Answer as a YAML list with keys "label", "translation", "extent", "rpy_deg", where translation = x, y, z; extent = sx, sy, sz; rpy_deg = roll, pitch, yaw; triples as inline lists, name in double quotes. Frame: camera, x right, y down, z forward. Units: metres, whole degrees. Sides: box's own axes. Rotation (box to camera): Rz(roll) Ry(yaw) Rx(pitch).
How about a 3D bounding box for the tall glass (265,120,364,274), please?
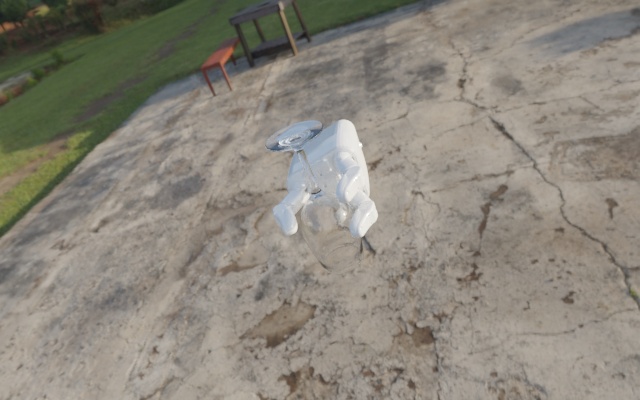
- label: "tall glass"
  translation: [0.000, 0.002, 0.621]
  extent: [0.079, 0.201, 0.079]
  rpy_deg: [-16, 30, 9]
